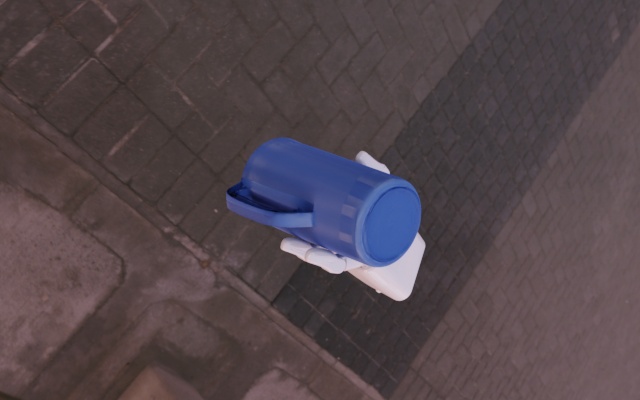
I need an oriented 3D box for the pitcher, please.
[{"bbox_3d":[0.000,0.002,0.625,0.242,0.149,0.145,21,-18,49],"label":"pitcher"}]
